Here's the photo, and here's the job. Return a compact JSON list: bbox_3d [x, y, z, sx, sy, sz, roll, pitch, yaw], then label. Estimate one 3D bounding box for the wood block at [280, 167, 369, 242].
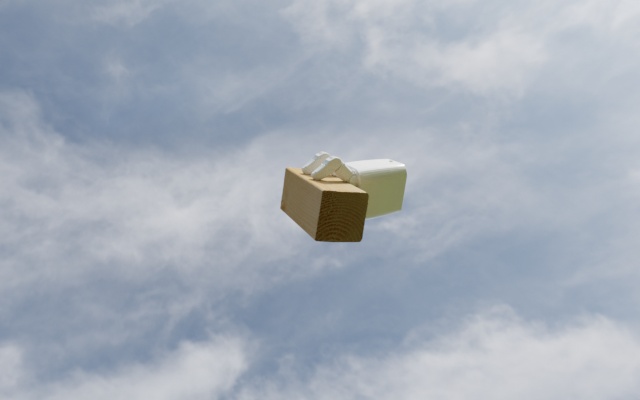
[{"bbox_3d":[0.000,0.003,0.895,0.090,0.091,0.206,3,13,-22],"label":"wood block"}]
